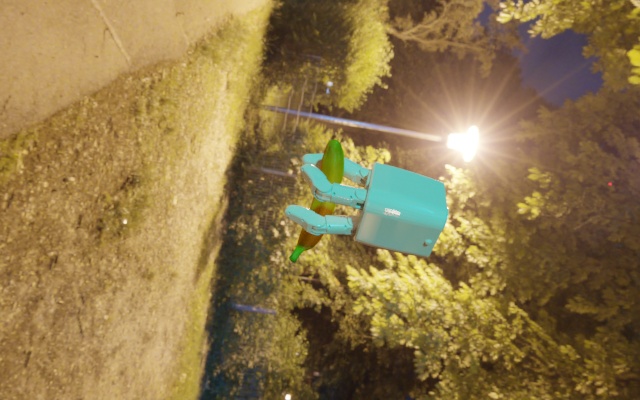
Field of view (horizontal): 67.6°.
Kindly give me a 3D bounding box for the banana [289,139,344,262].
[{"bbox_3d":[0.004,-0.001,0.692,0.037,0.198,0.069,21,24,7],"label":"banana"}]
